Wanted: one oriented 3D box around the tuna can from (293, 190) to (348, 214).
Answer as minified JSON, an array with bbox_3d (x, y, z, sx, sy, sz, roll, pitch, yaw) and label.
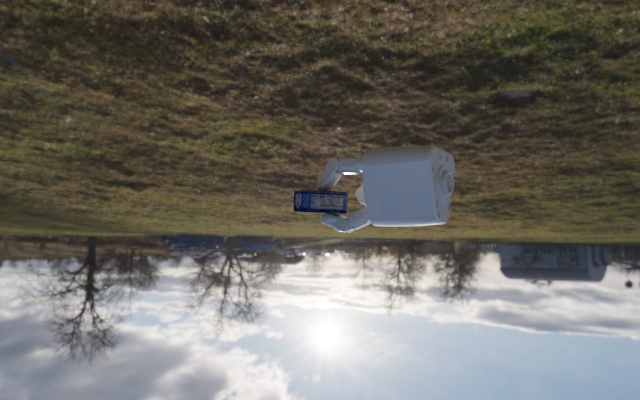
[{"bbox_3d":[0.000,0.003,0.747,0.086,0.034,0.086,2,-1,0],"label":"tuna can"}]
